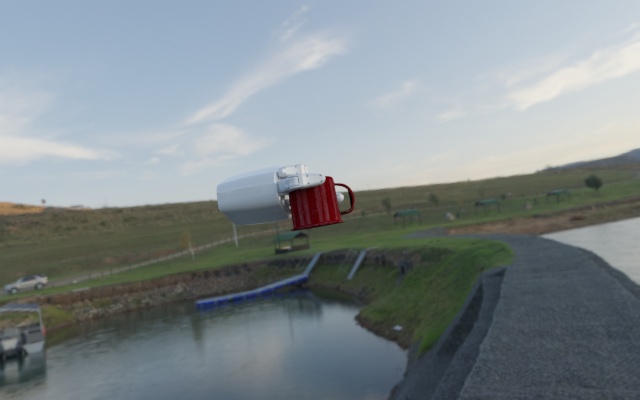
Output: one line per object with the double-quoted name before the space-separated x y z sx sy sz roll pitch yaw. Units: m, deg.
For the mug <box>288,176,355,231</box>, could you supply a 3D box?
"mug" 0.002 0.002 0.816 0.117 0.081 0.093 -10 -4 5
